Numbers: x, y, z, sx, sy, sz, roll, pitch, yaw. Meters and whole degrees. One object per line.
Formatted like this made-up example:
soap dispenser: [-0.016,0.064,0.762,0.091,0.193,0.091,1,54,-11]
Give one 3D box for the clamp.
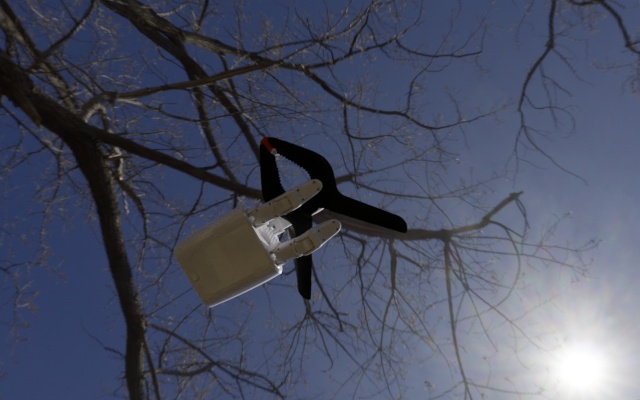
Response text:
clamp: [0.000,0.002,0.607,0.164,0.210,0.036,-29,7,3]
